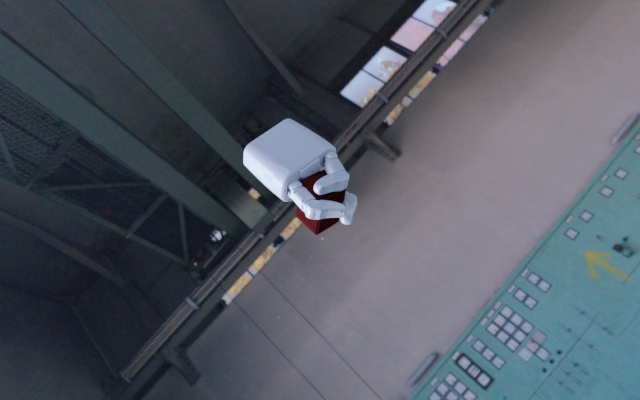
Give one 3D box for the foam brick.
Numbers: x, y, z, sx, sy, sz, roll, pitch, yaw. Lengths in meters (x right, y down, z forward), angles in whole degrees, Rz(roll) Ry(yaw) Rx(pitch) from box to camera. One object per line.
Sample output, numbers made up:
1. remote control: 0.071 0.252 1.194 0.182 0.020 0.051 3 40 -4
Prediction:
1. foam brick: 0.000 0.003 0.748 0.053 0.078 0.051 -28 53 -37
